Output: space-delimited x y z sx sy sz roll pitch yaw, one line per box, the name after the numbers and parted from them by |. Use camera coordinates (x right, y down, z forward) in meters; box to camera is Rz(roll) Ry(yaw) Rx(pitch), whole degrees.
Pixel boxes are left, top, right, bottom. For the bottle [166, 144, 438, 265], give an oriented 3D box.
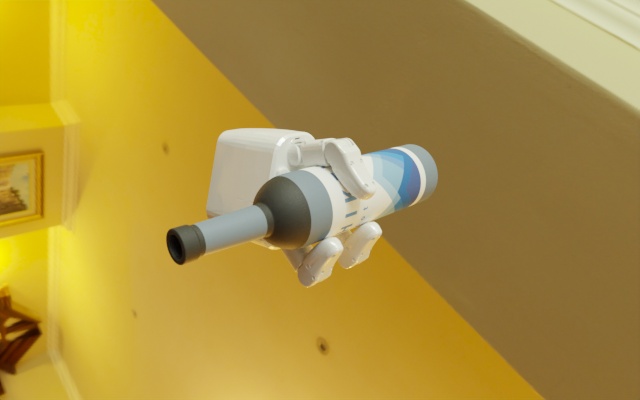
0.000 0.001 0.439 0.295 0.069 0.069 -17 12 -43 | bottle
